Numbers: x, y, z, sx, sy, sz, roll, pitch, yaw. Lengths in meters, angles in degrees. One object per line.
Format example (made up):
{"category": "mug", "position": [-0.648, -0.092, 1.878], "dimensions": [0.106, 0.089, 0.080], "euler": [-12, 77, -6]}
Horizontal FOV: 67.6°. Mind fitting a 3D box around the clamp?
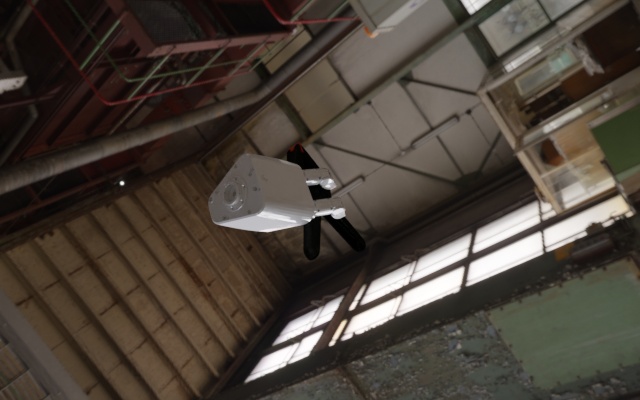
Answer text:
{"category": "clamp", "position": [-0.001, 0.002, 0.793], "dimensions": [0.036, 0.210, 0.164], "euler": [-31, -24, 28]}
